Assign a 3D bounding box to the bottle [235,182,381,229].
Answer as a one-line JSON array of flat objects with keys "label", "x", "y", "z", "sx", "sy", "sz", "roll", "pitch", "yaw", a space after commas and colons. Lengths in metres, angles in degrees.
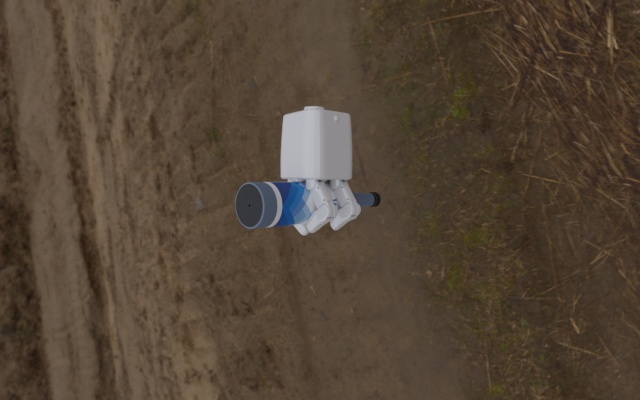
[{"label": "bottle", "x": 0.000, "y": 0.003, "z": 0.782, "sx": 0.069, "sy": 0.069, "sz": 0.296, "roll": 0, "pitch": 2, "yaw": 44}]
